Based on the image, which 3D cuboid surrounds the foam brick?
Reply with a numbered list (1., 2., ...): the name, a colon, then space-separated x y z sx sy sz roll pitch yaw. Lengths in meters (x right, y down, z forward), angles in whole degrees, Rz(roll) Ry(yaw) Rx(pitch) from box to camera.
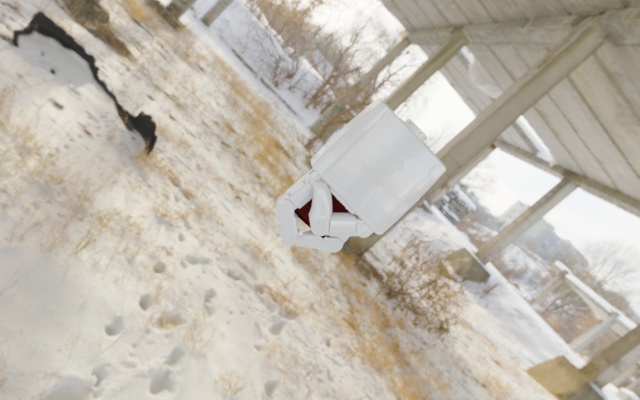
1. foam brick: 0.000 0.002 0.600 0.053 0.051 0.078 42 9 -16
